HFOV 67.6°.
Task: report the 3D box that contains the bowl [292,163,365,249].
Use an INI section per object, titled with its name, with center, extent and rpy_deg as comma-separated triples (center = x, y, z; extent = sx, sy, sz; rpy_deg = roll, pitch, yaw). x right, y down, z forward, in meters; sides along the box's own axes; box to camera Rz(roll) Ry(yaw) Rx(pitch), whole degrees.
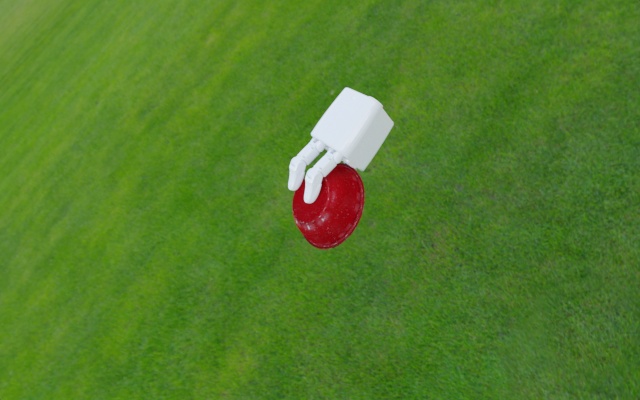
[bowl]
center = -0.001, 0.004, 0.848
extent = 0.162, 0.162, 0.055
rpy_deg = 0, -14, 46
